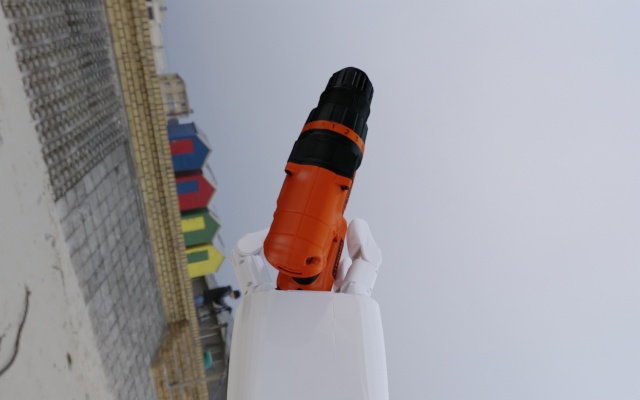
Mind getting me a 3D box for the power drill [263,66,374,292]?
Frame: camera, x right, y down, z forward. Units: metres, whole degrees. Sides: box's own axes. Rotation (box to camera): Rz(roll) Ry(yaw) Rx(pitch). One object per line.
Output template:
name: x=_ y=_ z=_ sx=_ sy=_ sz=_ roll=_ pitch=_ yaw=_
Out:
power drill: x=0.000 y=0.002 z=0.423 sx=0.057 sy=0.184 sz=0.188 roll=16 pitch=-28 yaw=7
